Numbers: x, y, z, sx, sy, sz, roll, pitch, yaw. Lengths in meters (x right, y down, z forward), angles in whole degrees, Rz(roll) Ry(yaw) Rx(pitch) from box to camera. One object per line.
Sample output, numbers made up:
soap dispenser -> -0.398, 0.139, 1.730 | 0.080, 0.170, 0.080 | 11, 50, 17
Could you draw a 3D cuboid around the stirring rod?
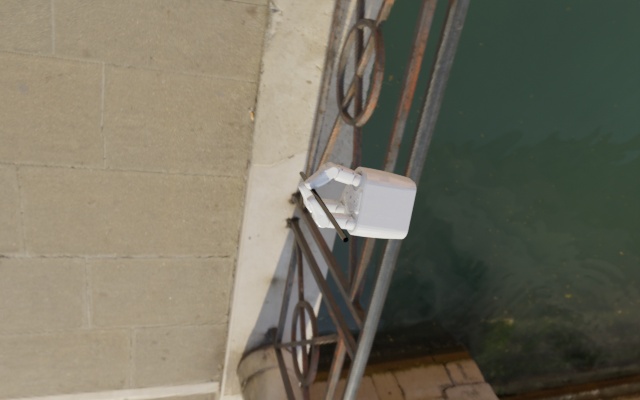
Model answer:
stirring rod -> 0.000, 0.002, 0.758 | 0.011, 0.011, 0.239 | 0, 25, -19
